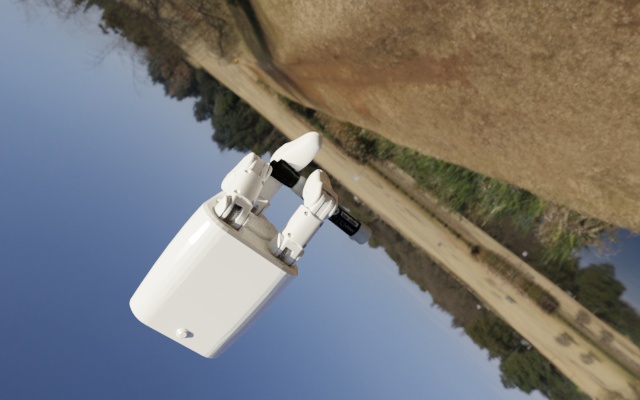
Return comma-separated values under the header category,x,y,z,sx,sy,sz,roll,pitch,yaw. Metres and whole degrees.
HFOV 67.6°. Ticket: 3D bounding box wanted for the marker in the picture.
category,x,y,z,sx,sy,sz,roll,pitch,yaw
marker,0.000,0.001,0.448,0.121,0.020,0.020,38,-16,-22
